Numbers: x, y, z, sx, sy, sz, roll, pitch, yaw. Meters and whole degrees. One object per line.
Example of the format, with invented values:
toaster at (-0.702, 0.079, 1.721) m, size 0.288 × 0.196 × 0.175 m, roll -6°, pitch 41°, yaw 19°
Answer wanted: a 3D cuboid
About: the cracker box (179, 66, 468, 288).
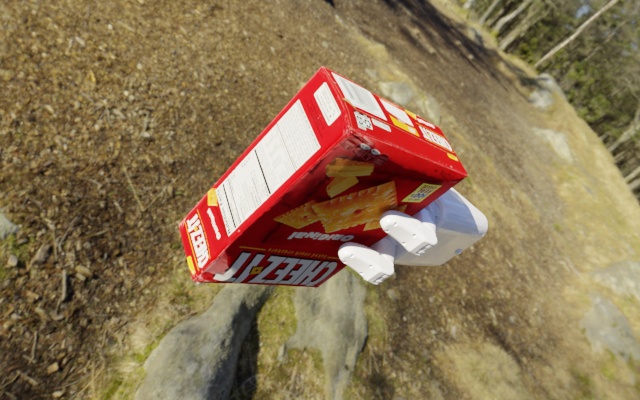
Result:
cracker box at (0.000, 0.001, 0.438) m, size 0.164 × 0.072 × 0.214 m, roll 14°, pitch -46°, yaw -44°
